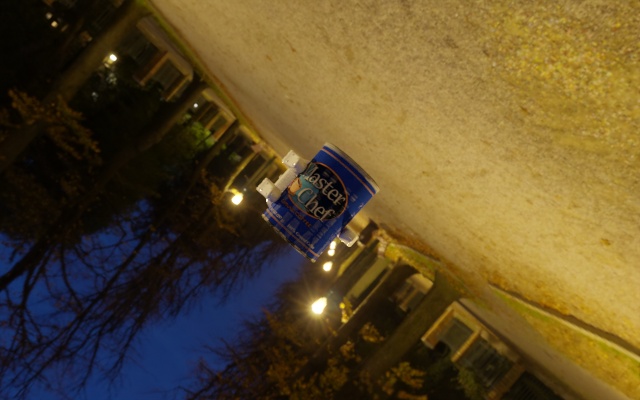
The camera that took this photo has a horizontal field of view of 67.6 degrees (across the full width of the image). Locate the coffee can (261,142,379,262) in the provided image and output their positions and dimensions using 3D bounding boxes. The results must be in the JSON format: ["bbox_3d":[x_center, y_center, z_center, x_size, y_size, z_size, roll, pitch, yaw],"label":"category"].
[{"bbox_3d":[0.000,0.002,0.683,0.103,0.140,0.103,42,-1,1],"label":"coffee can"}]
